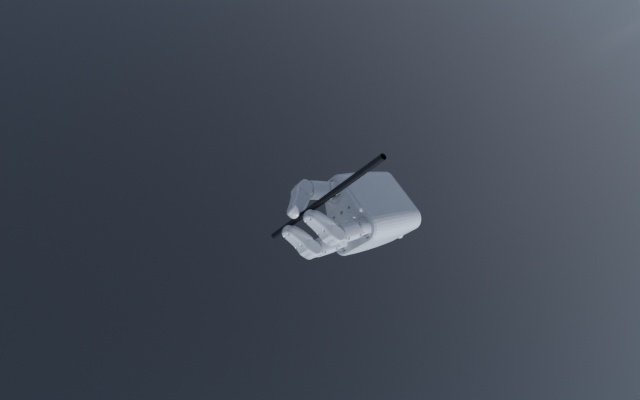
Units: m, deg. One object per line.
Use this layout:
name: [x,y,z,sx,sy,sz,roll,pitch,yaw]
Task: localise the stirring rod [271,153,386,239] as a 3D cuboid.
stirring rod: [0.000,0.002,0.594,0.011,0.011,0.240,0,-24,-37]
